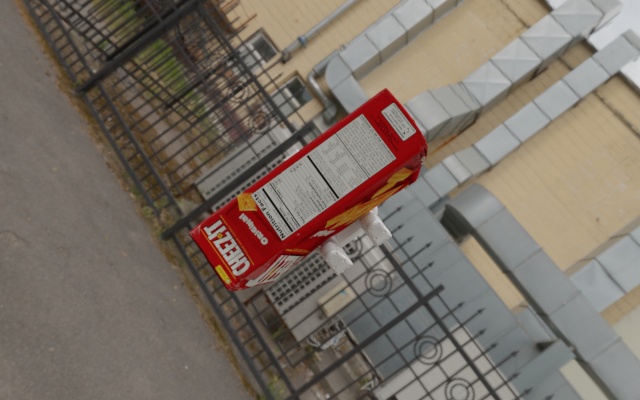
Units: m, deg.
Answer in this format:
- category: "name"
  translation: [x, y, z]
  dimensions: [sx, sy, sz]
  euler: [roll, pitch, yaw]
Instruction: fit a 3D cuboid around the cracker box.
- category: "cracker box"
  translation: [0.000, 0.001, 0.479]
  dimensions: [0.214, 0.072, 0.164]
  euler: [-36, -10, 2]
